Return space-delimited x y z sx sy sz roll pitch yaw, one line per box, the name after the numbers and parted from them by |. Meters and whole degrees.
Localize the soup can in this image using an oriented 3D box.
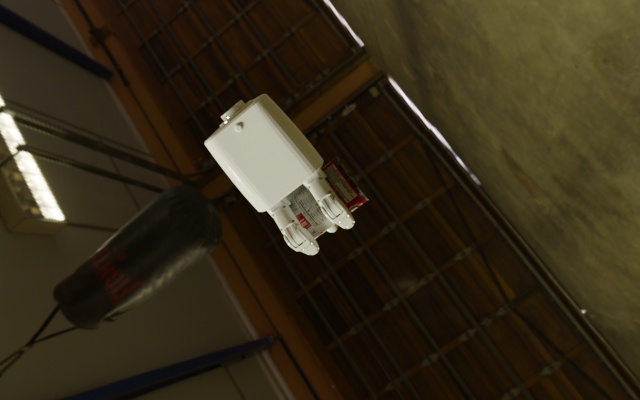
0.000 0.002 0.601 0.102 0.068 0.068 -37 -5 7 | soup can
